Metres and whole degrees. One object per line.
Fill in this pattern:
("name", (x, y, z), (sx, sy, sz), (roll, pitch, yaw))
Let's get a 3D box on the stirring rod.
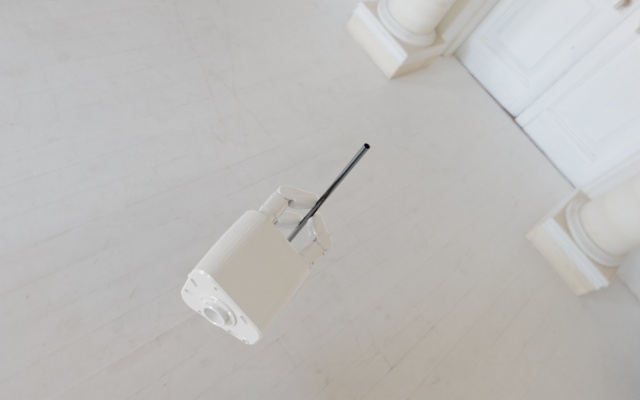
("stirring rod", (0.000, 0.002, 0.613), (0.011, 0.011, 0.240), (0, -31, -30))
